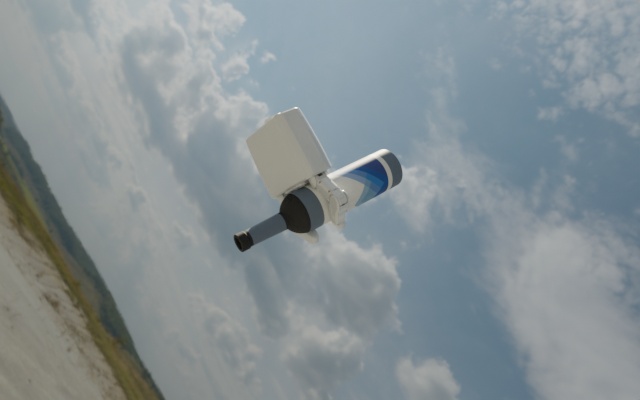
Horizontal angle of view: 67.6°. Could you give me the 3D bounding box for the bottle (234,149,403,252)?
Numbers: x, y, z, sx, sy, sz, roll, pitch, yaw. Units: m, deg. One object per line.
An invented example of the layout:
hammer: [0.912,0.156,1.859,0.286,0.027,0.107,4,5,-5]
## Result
bottle: [0.000,0.002,0.740,0.295,0.069,0.069,-27,13,-28]
